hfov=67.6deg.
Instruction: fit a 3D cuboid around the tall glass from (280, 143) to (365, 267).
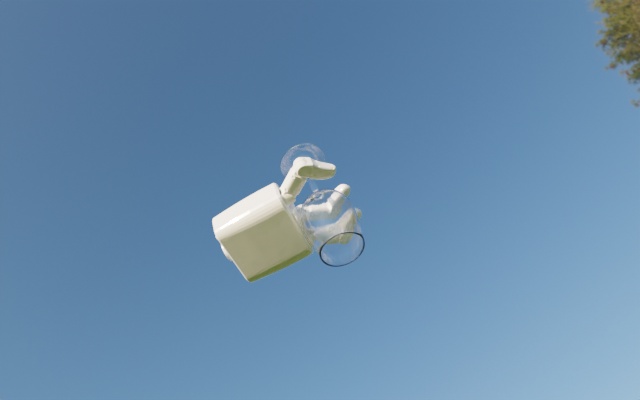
[{"bbox_3d":[0.000,0.002,0.683,0.079,0.079,0.201,0,38,-22],"label":"tall glass"}]
